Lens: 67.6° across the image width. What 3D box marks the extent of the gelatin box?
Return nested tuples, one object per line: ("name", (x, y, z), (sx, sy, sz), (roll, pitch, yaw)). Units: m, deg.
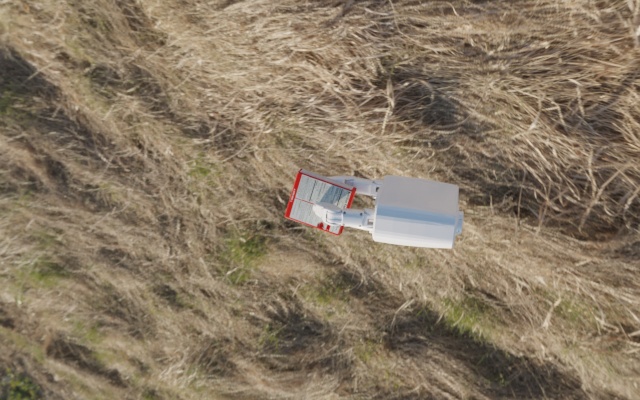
("gelatin box", (0.000, 0.002, 0.702), (0.089, 0.073, 0.030), (19, 17, 6))
